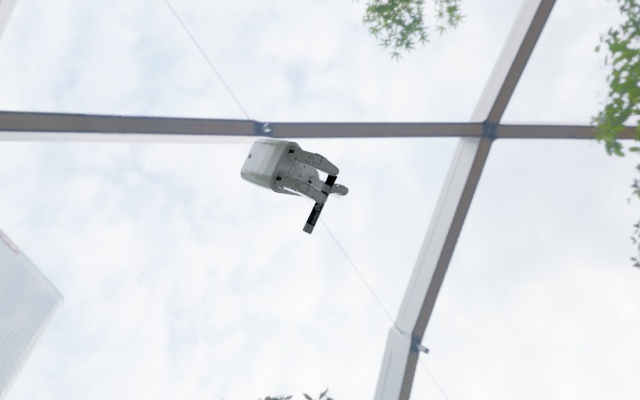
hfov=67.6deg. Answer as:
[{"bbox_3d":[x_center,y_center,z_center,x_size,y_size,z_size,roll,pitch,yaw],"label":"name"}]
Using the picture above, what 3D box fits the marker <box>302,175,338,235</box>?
[{"bbox_3d":[0.000,0.003,0.853,0.020,0.121,0.020,24,-8,4],"label":"marker"}]
